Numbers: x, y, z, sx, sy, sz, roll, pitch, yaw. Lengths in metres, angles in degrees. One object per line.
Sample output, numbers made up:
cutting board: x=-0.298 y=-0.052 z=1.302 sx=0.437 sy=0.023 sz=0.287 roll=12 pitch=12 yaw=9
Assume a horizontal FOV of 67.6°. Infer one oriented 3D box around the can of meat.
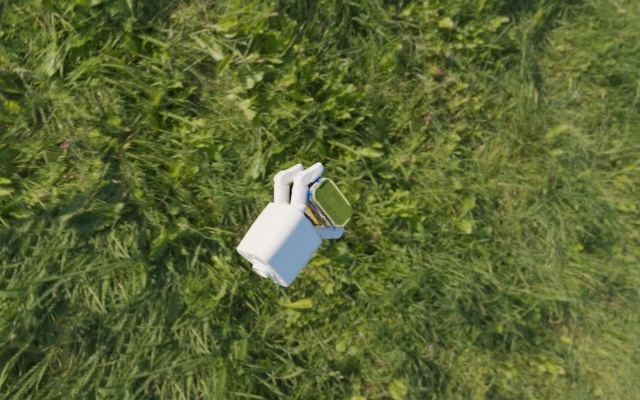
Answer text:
can of meat: x=0.000 y=0.003 z=0.872 sx=0.084 sy=0.057 sz=0.102 roll=6 pitch=-39 yaw=54
